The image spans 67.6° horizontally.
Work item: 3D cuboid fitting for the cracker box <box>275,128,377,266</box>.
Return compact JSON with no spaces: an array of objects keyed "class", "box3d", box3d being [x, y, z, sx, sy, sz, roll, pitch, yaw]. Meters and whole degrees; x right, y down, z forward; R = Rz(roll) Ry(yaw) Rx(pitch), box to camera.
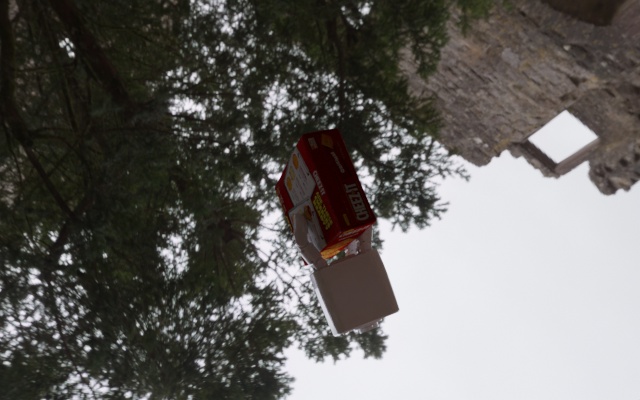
[{"class":"cracker box","box3d":[0.000,0.003,0.802,0.072,0.164,0.214,-16,-15,-23]}]
